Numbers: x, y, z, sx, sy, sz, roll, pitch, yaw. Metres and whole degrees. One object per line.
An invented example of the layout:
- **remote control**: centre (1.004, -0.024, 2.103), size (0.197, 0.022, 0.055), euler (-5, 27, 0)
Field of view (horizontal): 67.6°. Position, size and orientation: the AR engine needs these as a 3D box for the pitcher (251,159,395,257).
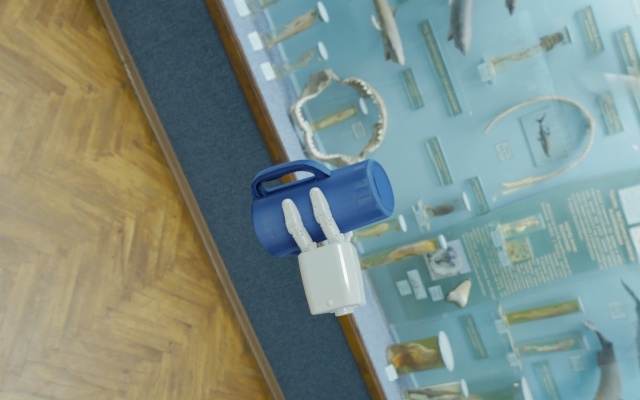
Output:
- **pitcher**: centre (0.000, 0.003, 0.867), size (0.243, 0.145, 0.149), euler (-19, -19, 24)
